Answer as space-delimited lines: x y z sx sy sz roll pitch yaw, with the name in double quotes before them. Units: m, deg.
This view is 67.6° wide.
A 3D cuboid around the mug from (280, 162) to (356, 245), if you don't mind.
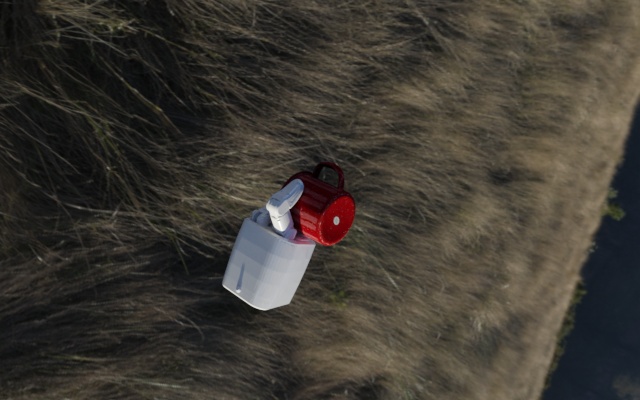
"mug" 0.001 0.001 0.683 0.081 0.117 0.093 25 6 36
